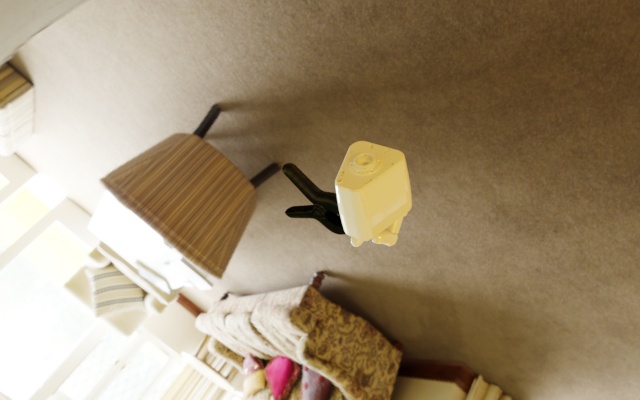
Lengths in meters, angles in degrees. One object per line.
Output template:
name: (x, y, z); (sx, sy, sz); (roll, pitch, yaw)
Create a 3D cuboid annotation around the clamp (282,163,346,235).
clamp: (0.000, 0.003, 0.812); (0.171, 0.120, 0.039); (18, 51, 29)
